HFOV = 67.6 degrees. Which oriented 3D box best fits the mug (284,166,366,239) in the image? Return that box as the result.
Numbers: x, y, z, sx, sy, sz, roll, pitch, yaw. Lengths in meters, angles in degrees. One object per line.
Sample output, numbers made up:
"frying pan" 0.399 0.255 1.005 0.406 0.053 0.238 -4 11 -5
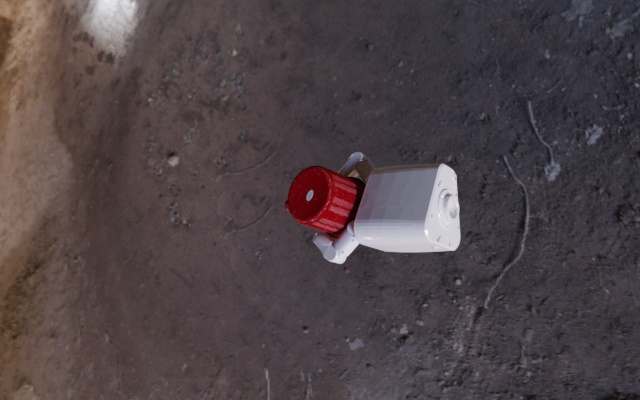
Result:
"mug" -0.001 0.002 0.666 0.117 0.093 0.081 -8 -19 39
